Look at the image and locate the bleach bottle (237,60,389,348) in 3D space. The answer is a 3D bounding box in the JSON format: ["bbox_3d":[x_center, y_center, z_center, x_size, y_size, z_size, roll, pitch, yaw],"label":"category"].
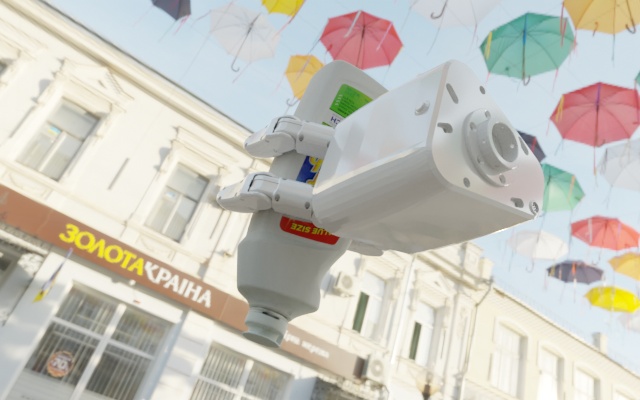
[{"bbox_3d":[0.000,0.001,0.405,0.102,0.250,0.068,32,-31,-22],"label":"bleach bottle"}]
